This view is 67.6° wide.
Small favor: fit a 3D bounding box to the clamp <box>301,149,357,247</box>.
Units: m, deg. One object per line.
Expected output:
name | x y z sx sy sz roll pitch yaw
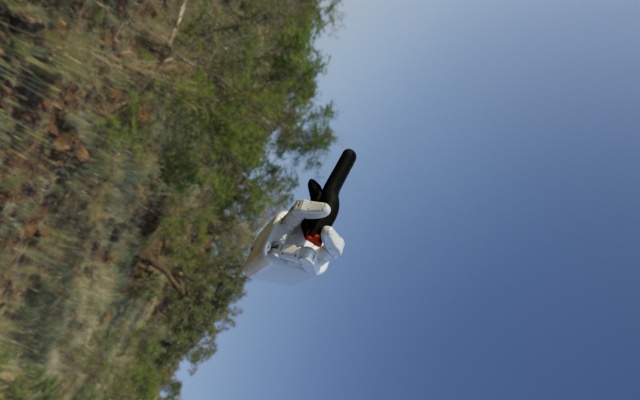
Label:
clamp | 0.001 0.003 0.776 0.039 0.171 0.120 31 -34 -14
